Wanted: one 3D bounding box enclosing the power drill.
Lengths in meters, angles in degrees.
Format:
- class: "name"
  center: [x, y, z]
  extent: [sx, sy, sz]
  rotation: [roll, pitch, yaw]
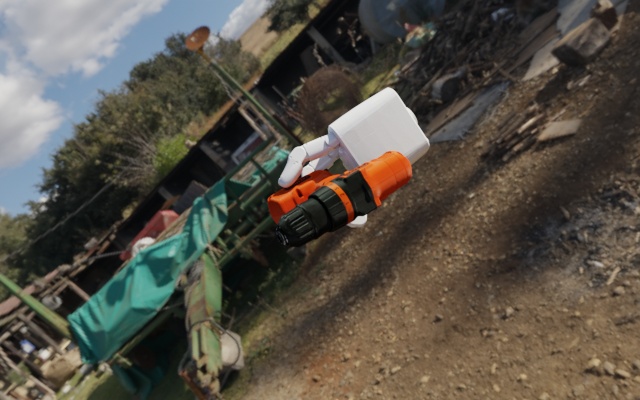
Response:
- class: "power drill"
  center: [0.000, 0.002, 0.605]
  extent: [0.184, 0.057, 0.187]
  rotation: [-29, 11, -24]
